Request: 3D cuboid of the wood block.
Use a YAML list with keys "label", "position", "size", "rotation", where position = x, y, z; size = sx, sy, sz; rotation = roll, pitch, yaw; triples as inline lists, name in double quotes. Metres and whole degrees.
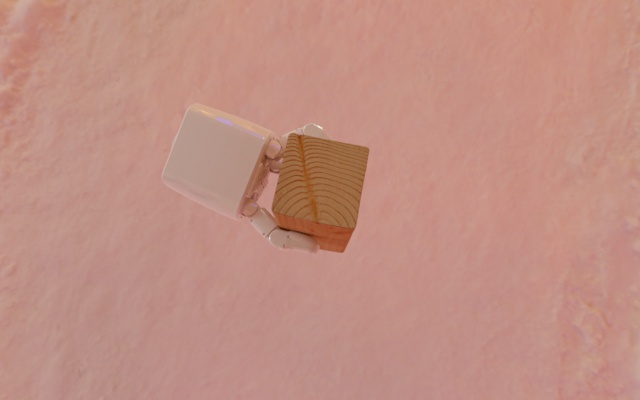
- label: "wood block"
  position: [0.000, 0.002, 0.592]
  size: [0.090, 0.090, 0.206]
  rotation: [11, -13, 2]
